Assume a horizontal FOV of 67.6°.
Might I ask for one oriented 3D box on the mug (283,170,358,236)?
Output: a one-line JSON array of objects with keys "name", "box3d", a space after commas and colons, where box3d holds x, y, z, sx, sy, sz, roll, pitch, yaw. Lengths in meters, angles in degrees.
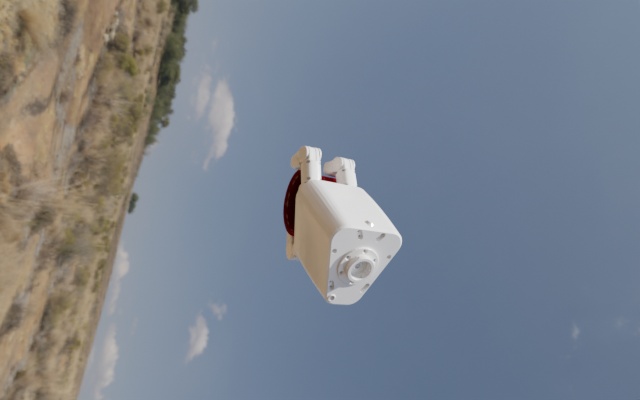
[{"name": "mug", "box3d": [0.000, 0.002, 0.670, 0.081, 0.093, 0.117, 10, 25, -26]}]
